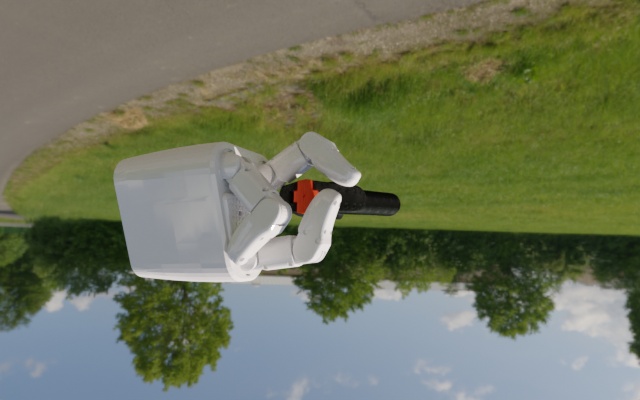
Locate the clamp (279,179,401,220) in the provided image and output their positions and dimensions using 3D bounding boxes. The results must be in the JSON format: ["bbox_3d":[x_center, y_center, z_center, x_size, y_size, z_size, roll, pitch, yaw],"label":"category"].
[{"bbox_3d":[0.000,0.002,0.463,0.120,0.039,0.171,-8,-9,23],"label":"clamp"}]
